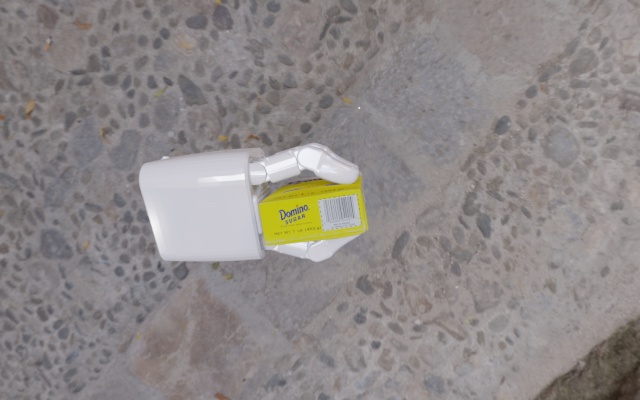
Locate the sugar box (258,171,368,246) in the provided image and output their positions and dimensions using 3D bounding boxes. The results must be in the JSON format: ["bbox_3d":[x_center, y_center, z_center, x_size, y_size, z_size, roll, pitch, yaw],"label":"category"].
[{"bbox_3d":[0.000,0.001,0.496,0.093,0.048,0.176,-7,10,5],"label":"sugar box"}]
